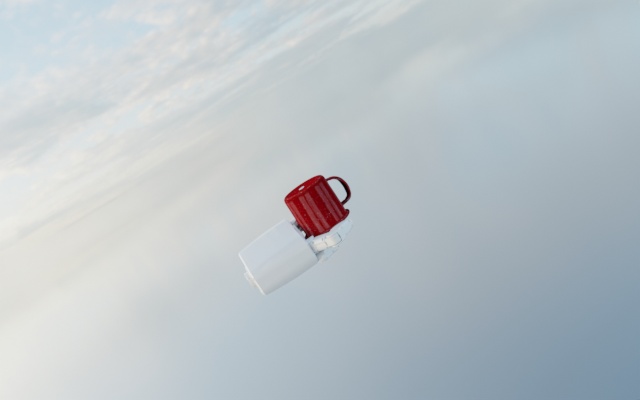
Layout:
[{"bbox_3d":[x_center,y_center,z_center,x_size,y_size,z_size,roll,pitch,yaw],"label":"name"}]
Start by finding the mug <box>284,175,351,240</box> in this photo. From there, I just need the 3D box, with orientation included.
[{"bbox_3d":[0.001,0.002,0.826,0.117,0.081,0.093,-35,12,-12],"label":"mug"}]
